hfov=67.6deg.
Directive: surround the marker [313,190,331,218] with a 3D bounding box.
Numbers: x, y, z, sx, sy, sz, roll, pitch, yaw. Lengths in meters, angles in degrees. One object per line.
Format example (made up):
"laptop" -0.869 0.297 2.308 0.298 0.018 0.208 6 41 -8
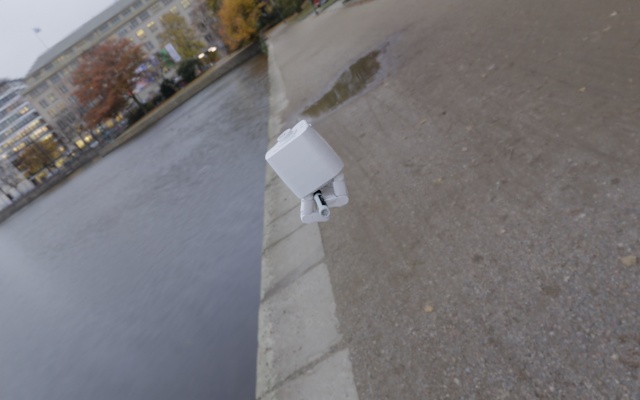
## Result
"marker" 0.000 0.003 0.888 0.020 0.020 0.121 0 18 -8
